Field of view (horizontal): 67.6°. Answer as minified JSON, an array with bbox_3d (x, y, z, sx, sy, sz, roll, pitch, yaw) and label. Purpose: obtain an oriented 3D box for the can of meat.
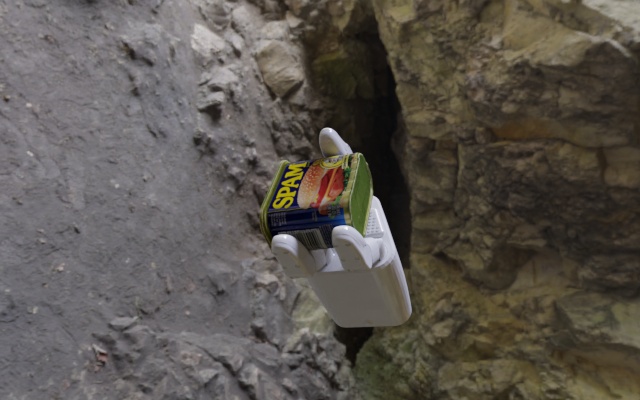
[{"bbox_3d":[0.000,0.001,0.452,0.084,0.057,0.102,-7,38,20],"label":"can of meat"}]
